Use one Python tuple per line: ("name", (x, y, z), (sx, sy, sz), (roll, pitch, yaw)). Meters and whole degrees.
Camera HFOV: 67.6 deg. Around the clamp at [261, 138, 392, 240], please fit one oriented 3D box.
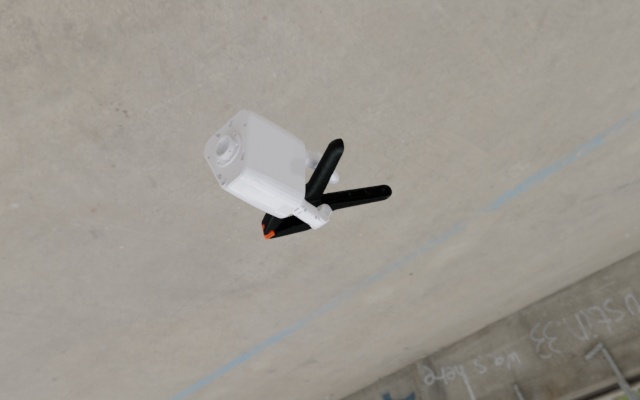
("clamp", (0.000, 0.003, 0.741), (0.210, 0.036, 0.165), (-36, -42, 24))
